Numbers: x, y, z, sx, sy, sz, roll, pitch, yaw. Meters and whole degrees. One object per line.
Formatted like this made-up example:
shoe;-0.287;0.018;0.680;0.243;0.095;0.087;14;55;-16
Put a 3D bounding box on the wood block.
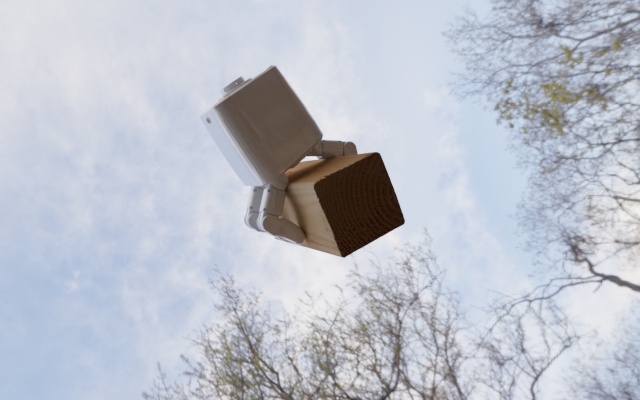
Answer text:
wood block;0.000;0.001;0.601;0.091;0.090;0.206;-27;13;-22
